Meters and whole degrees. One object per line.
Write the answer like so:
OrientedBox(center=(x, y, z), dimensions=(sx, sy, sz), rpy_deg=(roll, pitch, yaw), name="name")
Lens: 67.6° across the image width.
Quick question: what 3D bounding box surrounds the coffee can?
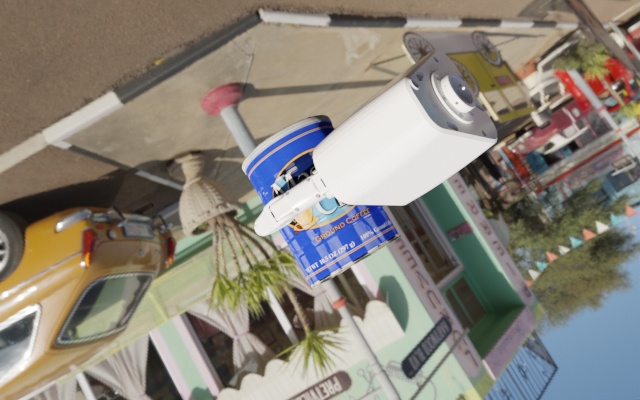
OrientedBox(center=(0.000, 0.002, 0.479), dimensions=(0.103, 0.140, 0.103), rpy_deg=(-30, -7, -4), name="coffee can")
